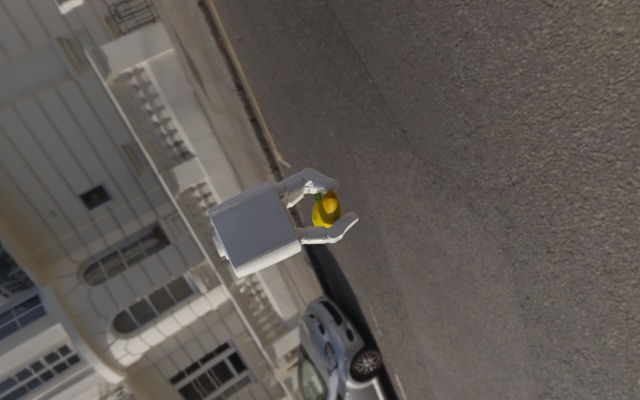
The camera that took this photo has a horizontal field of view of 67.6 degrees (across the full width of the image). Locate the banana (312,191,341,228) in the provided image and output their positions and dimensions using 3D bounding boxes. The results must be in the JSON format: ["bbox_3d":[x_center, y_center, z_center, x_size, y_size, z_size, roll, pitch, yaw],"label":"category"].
[{"bbox_3d":[0.006,0.020,0.794,0.037,0.069,0.198,-19,3,-7],"label":"banana"}]
